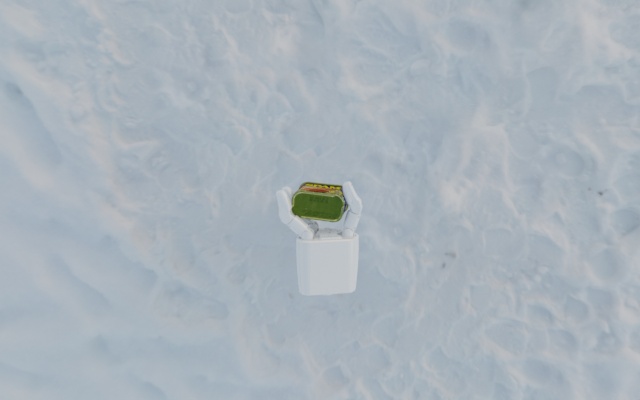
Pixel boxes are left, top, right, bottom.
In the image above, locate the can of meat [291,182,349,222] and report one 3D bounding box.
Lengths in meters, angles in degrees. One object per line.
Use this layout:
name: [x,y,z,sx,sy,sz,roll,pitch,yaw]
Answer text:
can of meat: [0.000,0.003,0.894,0.102,0.057,0.084,6,13,7]
